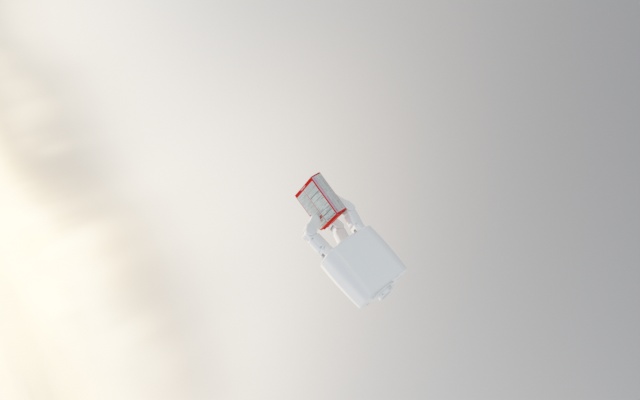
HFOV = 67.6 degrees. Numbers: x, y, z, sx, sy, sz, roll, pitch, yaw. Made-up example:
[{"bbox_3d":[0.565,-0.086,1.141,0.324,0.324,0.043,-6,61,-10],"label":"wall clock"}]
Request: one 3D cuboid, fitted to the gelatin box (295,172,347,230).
[{"bbox_3d":[0.000,0.003,0.900,0.030,0.089,0.073,-30,-10,-38],"label":"gelatin box"}]
